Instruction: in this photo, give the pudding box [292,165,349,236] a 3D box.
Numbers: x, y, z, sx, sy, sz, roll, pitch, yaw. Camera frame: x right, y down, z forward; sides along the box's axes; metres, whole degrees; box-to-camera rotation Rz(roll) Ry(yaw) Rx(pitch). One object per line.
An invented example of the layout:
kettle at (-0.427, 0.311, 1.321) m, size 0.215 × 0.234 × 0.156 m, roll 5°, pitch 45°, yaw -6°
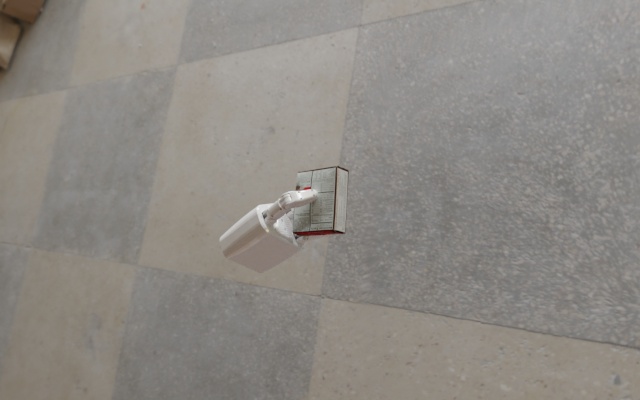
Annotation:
pudding box at (0.000, 0.003, 0.810) m, size 0.090 × 0.113 × 0.039 m, roll -5°, pitch -13°, yaw 36°
